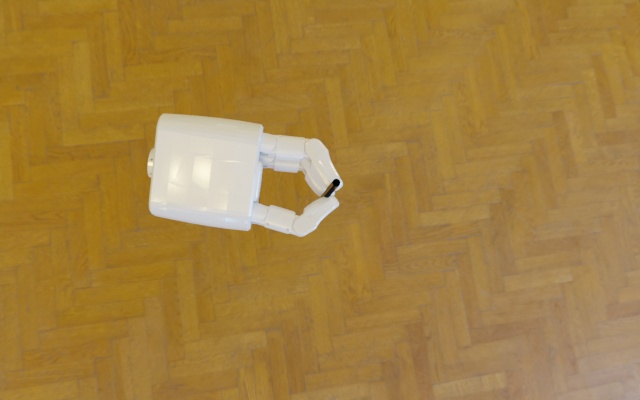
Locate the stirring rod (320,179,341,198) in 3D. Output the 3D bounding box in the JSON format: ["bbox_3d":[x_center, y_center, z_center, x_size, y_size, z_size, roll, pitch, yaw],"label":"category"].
[{"bbox_3d":[0.000,0.002,0.578,0.011,0.011,0.239,0,-9,-7],"label":"stirring rod"}]
